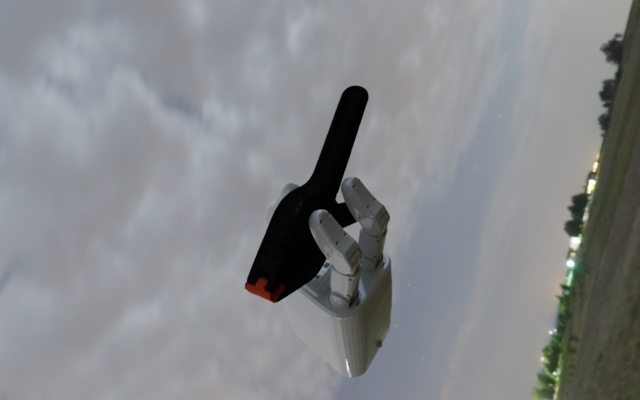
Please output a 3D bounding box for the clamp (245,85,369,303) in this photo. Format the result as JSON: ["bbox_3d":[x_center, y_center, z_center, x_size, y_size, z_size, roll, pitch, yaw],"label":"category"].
[{"bbox_3d":[-0.001,0.002,0.445,0.036,0.165,0.210,16,43,27],"label":"clamp"}]
